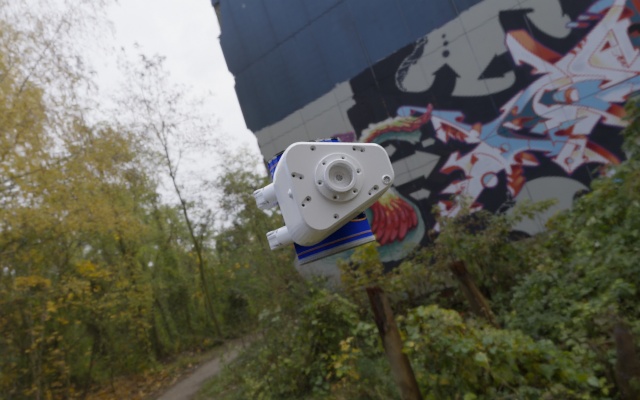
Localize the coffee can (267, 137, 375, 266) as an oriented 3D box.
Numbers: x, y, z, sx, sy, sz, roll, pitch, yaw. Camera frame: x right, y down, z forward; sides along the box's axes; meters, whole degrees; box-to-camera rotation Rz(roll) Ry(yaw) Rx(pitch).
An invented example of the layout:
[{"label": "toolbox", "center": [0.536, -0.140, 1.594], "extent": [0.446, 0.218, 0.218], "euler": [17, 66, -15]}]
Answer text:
[{"label": "coffee can", "center": [0.000, 0.002, 0.621], "extent": [0.103, 0.140, 0.103], "euler": [-18, -7, -2]}]
